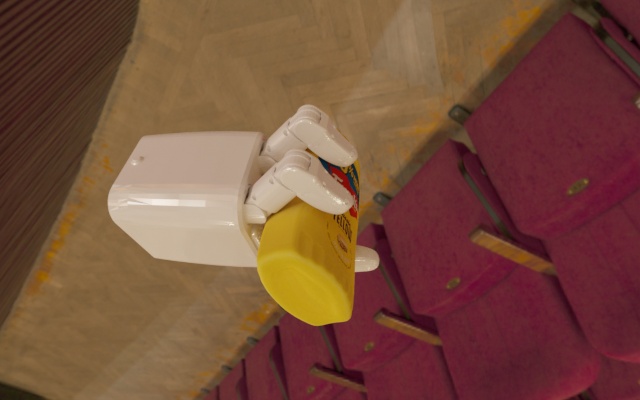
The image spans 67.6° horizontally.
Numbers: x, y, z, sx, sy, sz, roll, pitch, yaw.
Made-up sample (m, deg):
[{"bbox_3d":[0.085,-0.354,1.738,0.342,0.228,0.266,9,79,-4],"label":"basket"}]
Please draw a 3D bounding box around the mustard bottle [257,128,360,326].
[{"bbox_3d":[0.000,0.001,0.410,0.058,0.191,0.096,-17,-50,24],"label":"mustard bottle"}]
